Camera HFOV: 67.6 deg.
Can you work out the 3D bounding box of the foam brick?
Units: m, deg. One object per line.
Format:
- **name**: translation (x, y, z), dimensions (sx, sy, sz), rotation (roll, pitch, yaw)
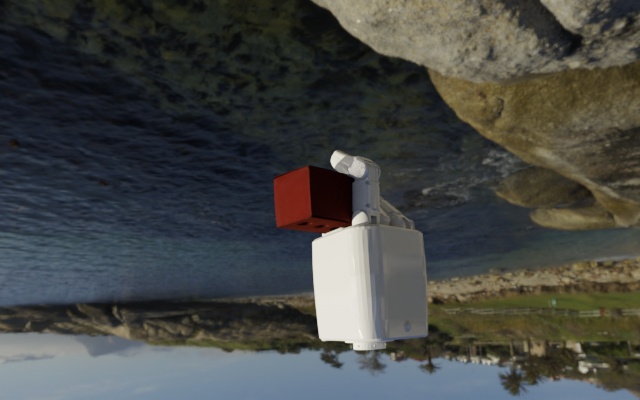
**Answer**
- **foam brick**: translation (0.000, 0.001, 0.473), dimensions (0.078, 0.051, 0.053), rotation (11, -19, -42)
